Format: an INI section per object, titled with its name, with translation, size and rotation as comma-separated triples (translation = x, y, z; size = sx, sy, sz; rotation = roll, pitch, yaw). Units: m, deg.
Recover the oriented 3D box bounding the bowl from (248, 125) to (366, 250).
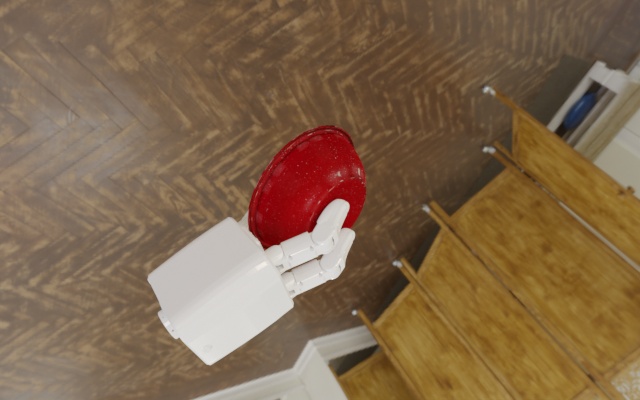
[bowl]
translation = 0.001, 0.001, 0.527
size = 0.055, 0.162, 0.162
rotation = 36, 21, 31
